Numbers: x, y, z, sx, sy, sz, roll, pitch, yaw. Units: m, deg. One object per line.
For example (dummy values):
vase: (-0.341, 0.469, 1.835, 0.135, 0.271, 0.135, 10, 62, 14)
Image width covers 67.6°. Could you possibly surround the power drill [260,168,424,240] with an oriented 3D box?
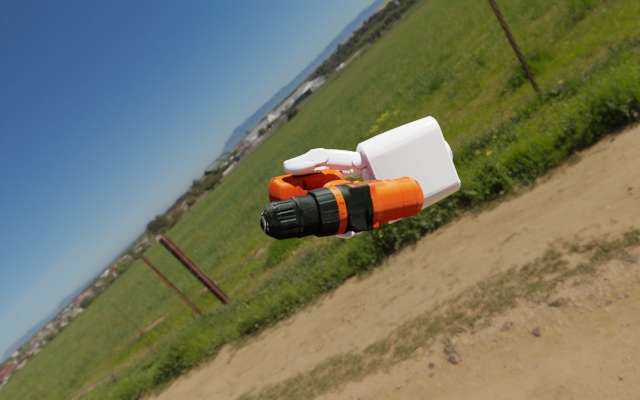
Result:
power drill: (0.000, 0.002, 0.568, 0.184, 0.057, 0.187, -8, 11, -22)
